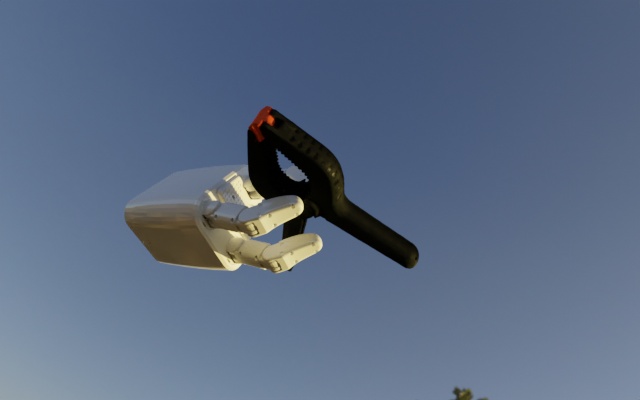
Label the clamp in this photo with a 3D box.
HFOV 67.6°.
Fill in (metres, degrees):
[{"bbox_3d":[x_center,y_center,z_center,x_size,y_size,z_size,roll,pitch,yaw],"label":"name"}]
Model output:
[{"bbox_3d":[0.000,0.001,0.466,0.164,0.210,0.036,-1,43,26],"label":"clamp"}]
